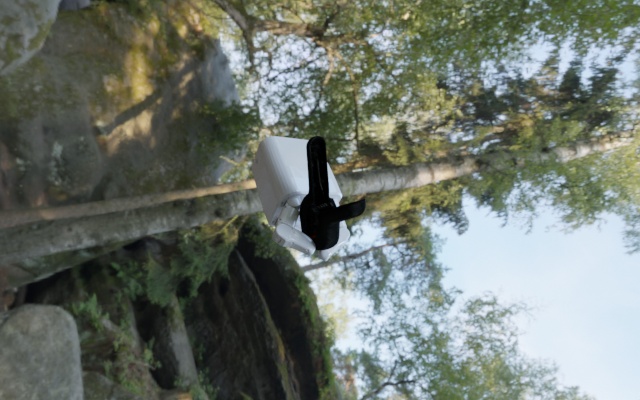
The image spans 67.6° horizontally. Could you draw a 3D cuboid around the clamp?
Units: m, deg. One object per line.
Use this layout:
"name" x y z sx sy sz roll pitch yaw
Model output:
"clamp" 0.001 0.002 0.622 0.039 0.120 0.171 -9 -27 -25
